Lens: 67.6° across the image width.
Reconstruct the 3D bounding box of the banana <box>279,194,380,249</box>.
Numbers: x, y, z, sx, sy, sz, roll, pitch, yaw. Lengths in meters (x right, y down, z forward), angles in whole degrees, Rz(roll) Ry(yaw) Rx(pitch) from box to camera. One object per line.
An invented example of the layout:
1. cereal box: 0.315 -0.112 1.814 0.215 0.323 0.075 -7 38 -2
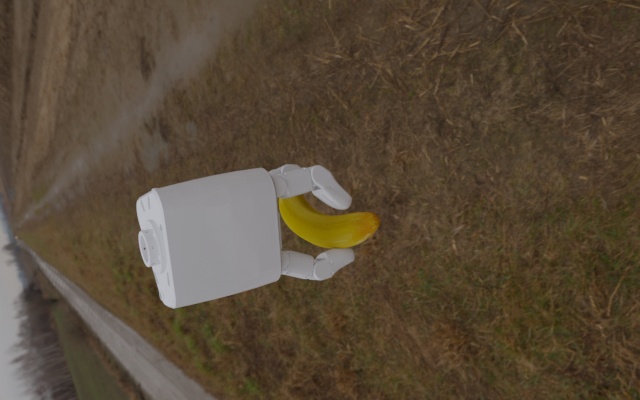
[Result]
1. banana: -0.003 0.018 0.555 0.037 0.070 0.197 -8 23 -32
